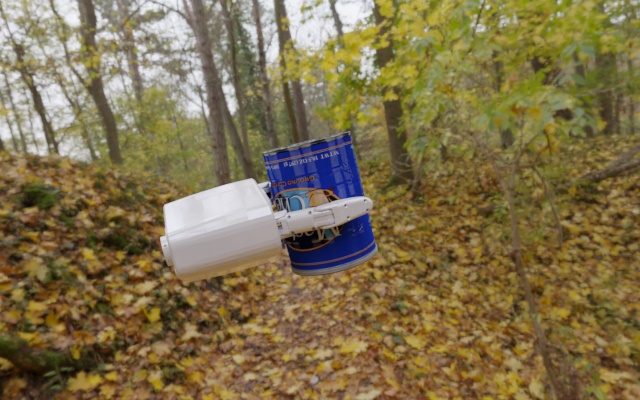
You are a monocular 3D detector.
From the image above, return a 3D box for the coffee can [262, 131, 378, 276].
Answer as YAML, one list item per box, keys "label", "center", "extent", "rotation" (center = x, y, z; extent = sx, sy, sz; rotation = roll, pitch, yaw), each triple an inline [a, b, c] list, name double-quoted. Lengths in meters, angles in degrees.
- label: "coffee can"
  center: [0.000, 0.002, 0.544]
  extent: [0.103, 0.140, 0.103]
  rotation: [-13, 8, 2]
